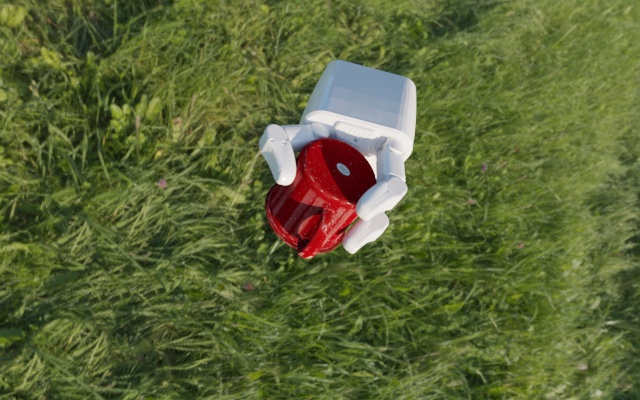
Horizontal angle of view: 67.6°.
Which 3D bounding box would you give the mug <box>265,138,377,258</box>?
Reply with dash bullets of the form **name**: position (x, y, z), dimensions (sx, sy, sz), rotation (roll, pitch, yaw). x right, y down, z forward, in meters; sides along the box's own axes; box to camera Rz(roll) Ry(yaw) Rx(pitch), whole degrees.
- **mug**: position (0.000, 0.002, 0.463), dimensions (0.093, 0.117, 0.081), rotation (26, -43, -12)
